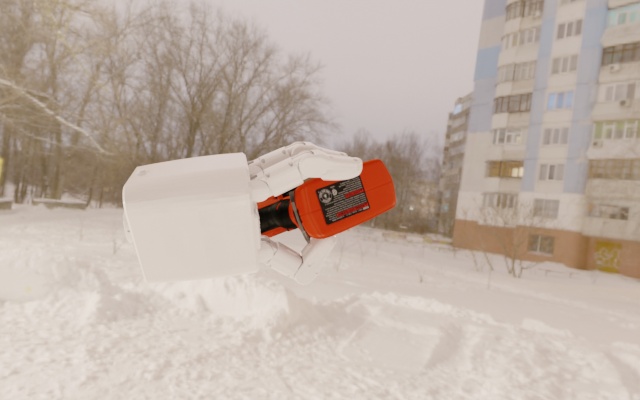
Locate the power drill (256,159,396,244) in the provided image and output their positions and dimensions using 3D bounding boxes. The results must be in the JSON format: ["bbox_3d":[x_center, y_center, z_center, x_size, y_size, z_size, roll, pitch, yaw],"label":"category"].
[{"bbox_3d":[0.000,0.002,0.535,0.184,0.057,0.187,-23,3,-27],"label":"power drill"}]
